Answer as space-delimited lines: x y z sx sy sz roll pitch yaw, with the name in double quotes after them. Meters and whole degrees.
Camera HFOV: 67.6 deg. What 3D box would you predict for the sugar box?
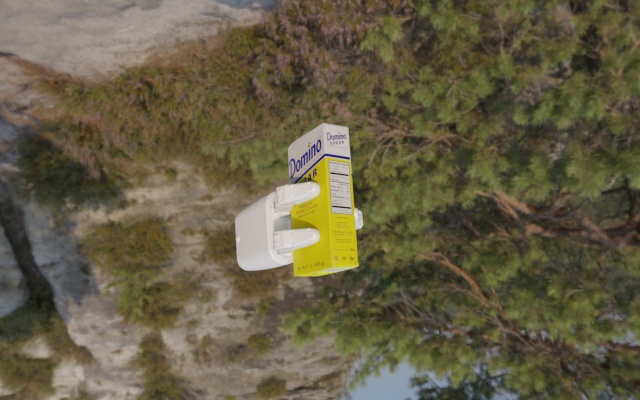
0.000 0.002 0.597 0.048 0.176 0.093 2 -15 -33 "sugar box"
